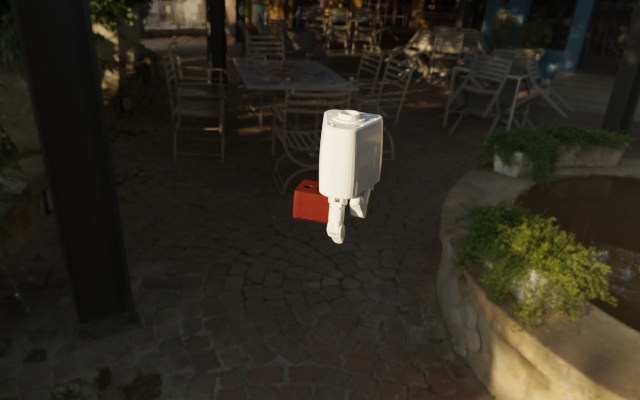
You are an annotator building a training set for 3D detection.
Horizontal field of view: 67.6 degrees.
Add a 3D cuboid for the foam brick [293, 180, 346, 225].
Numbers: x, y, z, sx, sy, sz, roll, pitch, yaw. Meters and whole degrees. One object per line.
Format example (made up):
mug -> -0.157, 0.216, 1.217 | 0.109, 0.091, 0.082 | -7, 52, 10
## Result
foam brick -> 0.000, 0.003, 0.777 | 0.078, 0.051, 0.053 | 9, 27, 14
